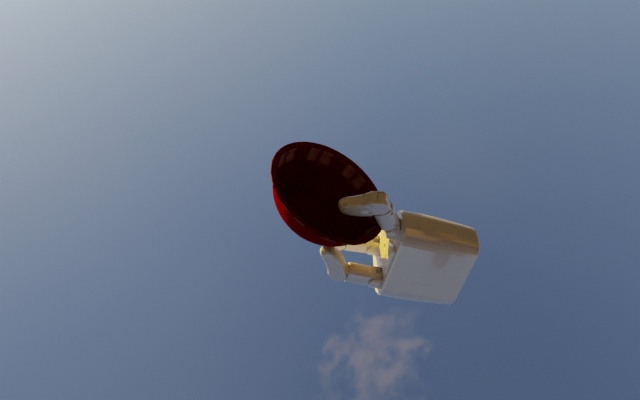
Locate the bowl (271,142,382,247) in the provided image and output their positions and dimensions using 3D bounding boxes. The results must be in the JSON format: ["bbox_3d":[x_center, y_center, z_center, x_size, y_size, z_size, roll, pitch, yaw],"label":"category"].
[{"bbox_3d":[-0.001,0.002,0.606,0.162,0.162,0.055,0,-37,-37],"label":"bowl"}]
